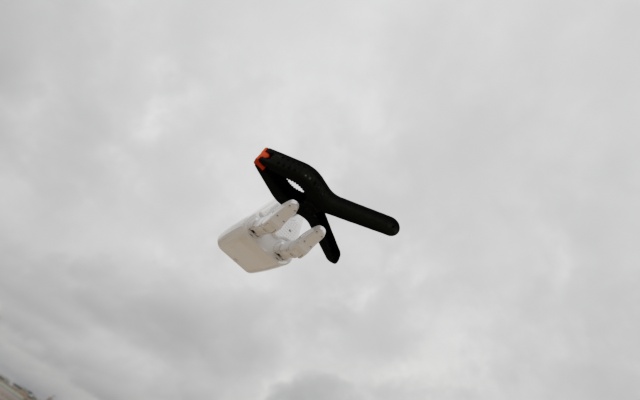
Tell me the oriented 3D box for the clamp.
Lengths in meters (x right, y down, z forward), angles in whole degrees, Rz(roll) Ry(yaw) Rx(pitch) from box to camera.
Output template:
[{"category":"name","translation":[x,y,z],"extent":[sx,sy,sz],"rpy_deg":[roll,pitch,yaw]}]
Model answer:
[{"category":"clamp","translation":[0.000,0.001,0.665],"extent":[0.164,0.210,0.036],"rpy_deg":[-26,24,49]}]
